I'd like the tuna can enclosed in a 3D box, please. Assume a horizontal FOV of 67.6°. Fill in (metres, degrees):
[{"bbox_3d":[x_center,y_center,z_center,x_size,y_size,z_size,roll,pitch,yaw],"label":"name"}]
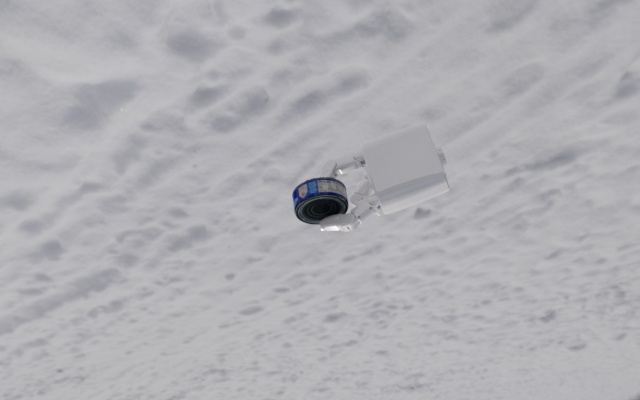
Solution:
[{"bbox_3d":[0.000,0.003,0.739,0.086,0.033,0.086,-6,-34,-4],"label":"tuna can"}]
